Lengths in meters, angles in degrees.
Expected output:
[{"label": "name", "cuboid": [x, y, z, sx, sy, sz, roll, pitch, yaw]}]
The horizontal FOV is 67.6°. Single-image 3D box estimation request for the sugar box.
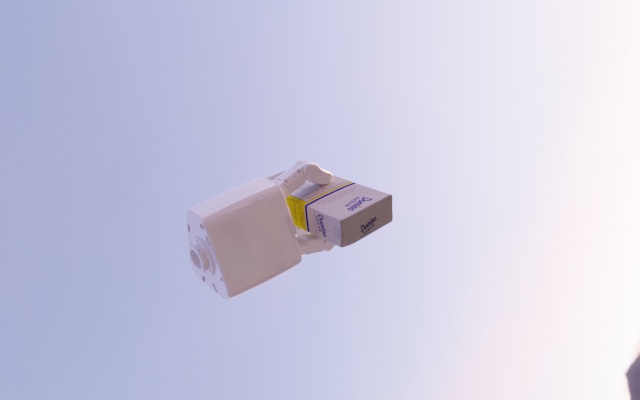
[{"label": "sugar box", "cuboid": [0.000, 0.003, 0.637, 0.093, 0.048, 0.176, -25, 34, -35]}]
